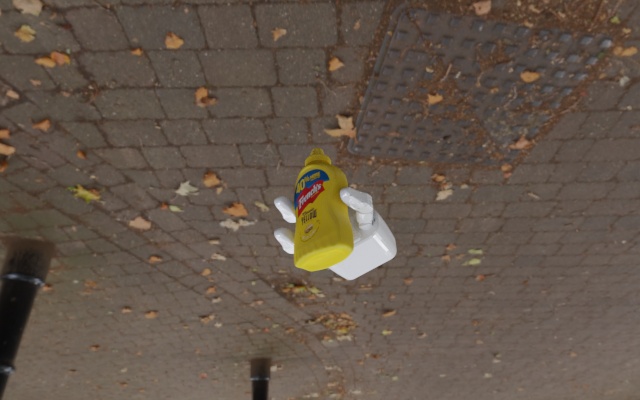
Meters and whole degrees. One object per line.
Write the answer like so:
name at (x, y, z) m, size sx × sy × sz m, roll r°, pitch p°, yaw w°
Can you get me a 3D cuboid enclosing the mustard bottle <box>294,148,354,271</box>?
mustard bottle at (0.000, 0.002, 0.716) m, size 0.058 × 0.191 × 0.096 m, roll 22°, pitch -39°, yaw -36°
